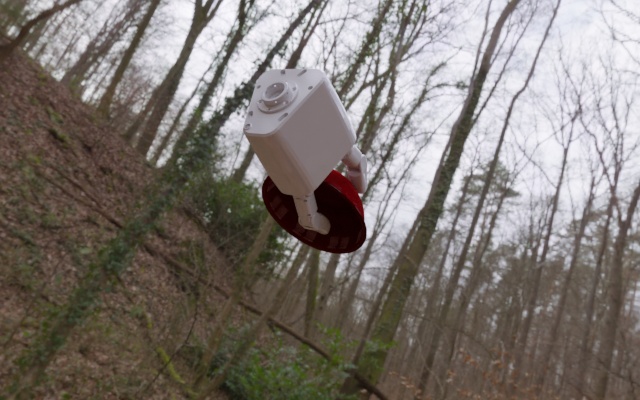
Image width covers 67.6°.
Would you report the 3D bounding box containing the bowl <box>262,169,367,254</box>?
[{"bbox_3d":[0.000,0.003,0.669,0.162,0.162,0.055,0,43,38],"label":"bowl"}]
